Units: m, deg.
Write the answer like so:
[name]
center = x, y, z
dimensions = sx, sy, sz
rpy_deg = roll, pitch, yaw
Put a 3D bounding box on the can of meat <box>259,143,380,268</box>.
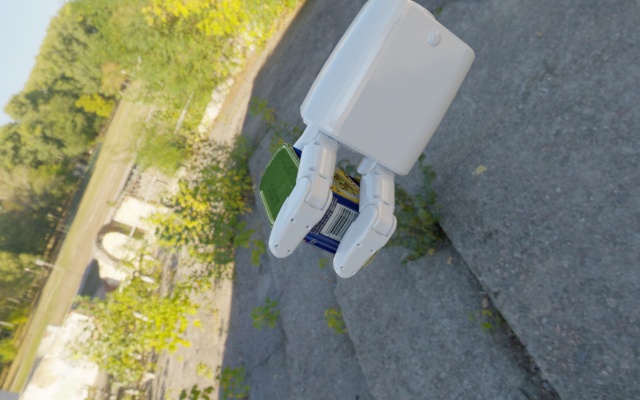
[can of meat]
center = 0.000, 0.001, 0.402
dimensions = 0.084, 0.057, 0.102
rpy_deg = 26, 15, -26
